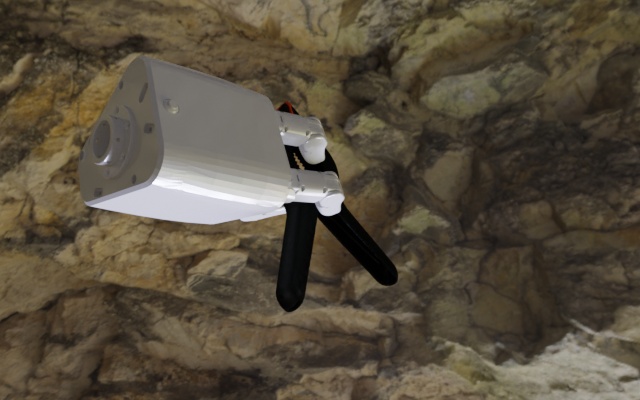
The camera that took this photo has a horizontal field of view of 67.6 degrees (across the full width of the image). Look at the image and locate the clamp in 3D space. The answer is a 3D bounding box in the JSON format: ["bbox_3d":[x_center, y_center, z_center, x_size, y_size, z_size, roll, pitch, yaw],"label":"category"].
[{"bbox_3d":[-0.001,0.001,0.468,0.036,0.210,0.164,-32,-26,34],"label":"clamp"}]
